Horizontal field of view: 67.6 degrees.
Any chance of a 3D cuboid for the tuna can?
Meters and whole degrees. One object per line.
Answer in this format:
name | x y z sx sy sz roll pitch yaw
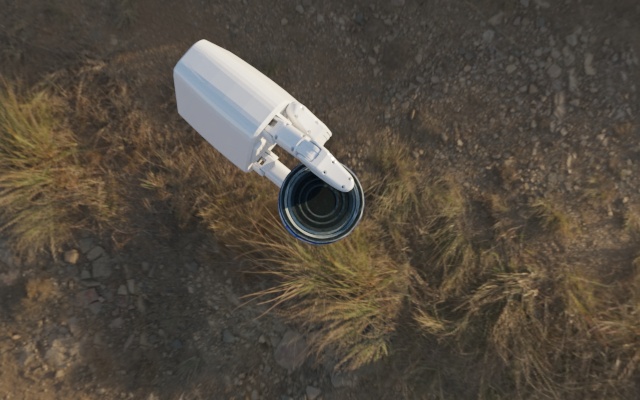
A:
tuna can | 0.000 0.002 0.478 0.086 0.086 0.034 0 -6 -6
